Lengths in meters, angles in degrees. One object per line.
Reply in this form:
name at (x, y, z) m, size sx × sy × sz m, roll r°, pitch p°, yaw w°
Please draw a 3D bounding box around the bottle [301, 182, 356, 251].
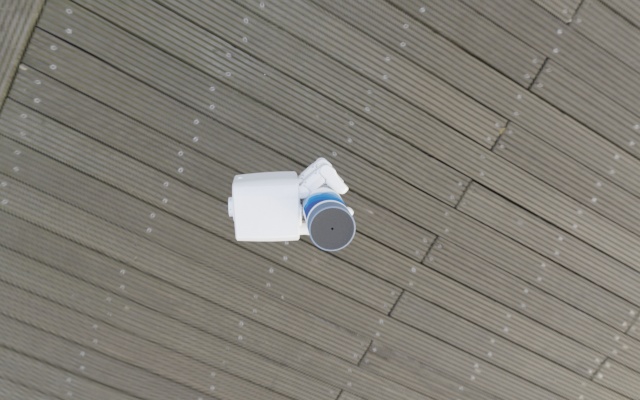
bottle at (0.000, 0.003, 0.808) m, size 0.069 × 0.069 × 0.295 m, roll 0°, pitch 15°, yaw -7°
